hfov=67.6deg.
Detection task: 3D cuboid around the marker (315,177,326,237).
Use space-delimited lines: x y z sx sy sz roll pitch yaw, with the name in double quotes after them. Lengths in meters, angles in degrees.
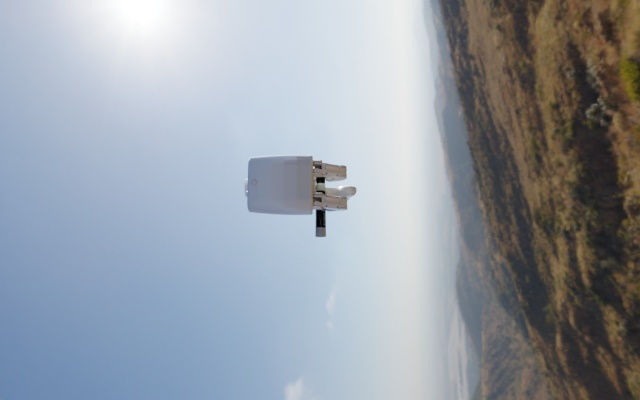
0.000 0.003 0.827 0.020 0.121 0.020 0 -10 0 "marker"
